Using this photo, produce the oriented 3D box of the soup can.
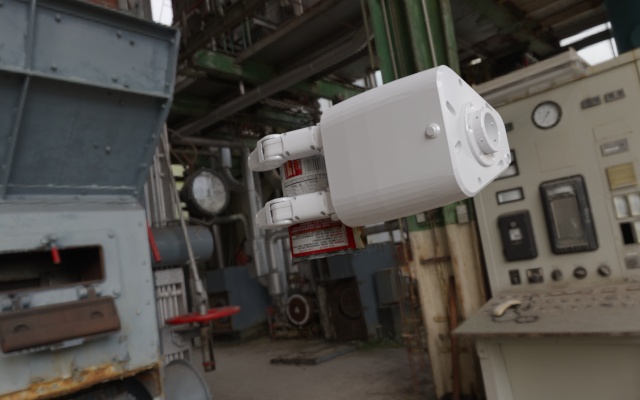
[{"bbox_3d":[0.000,0.001,0.438,0.068,0.102,0.068,-9,-7,-1],"label":"soup can"}]
